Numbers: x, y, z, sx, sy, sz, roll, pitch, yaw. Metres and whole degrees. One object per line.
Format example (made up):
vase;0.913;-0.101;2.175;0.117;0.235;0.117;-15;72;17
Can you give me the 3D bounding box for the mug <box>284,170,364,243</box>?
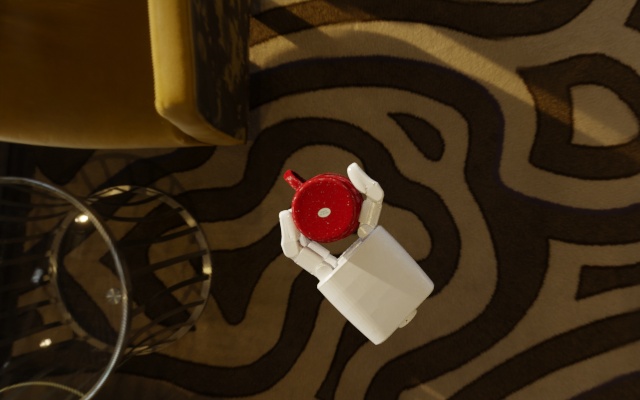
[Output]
mug;-0.001;0.001;0.609;0.117;0.093;0.081;44;6;3
